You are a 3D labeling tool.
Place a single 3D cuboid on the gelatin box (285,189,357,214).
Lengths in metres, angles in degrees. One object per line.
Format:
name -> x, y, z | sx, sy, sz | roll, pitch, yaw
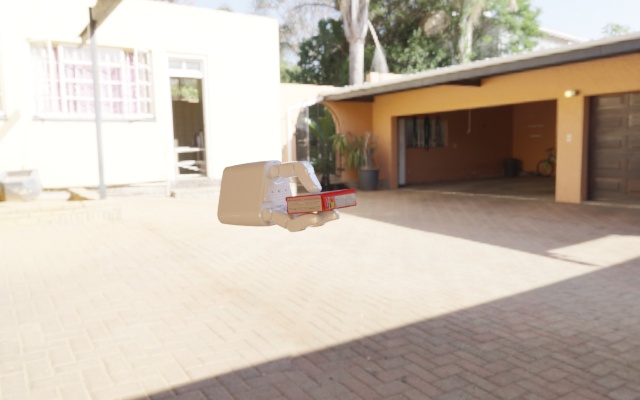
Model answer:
gelatin box -> 0.000, 0.002, 0.753 | 0.073, 0.030, 0.089 | -9, 2, -43
